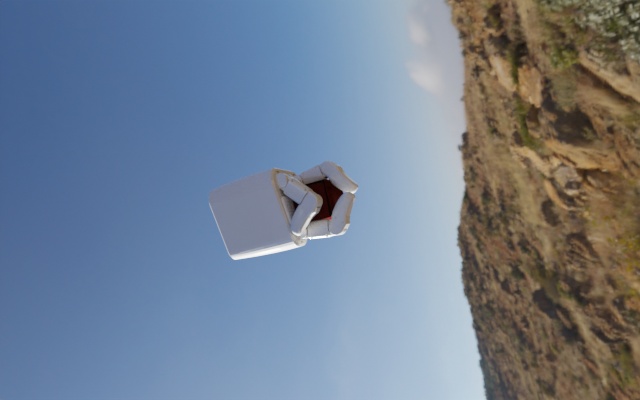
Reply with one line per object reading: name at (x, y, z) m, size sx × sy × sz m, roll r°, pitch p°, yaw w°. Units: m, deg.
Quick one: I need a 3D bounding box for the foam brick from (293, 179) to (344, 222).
foam brick at (0.000, 0.002, 0.679) m, size 0.051 × 0.053 × 0.078 m, roll -16°, pitch -7°, yaw 19°
